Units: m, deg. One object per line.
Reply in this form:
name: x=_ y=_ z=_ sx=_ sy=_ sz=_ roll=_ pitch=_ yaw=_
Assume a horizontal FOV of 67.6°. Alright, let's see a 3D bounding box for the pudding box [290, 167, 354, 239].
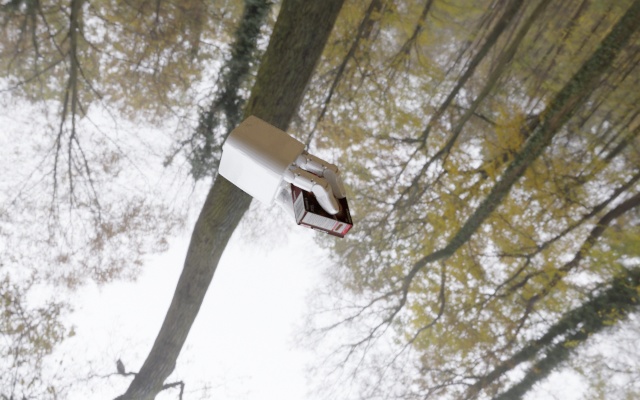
pudding box: x=0.000 y=0.003 z=0.793 sx=0.090 sy=0.113 sz=0.039 roll=17 pitch=-51 yaw=-24
